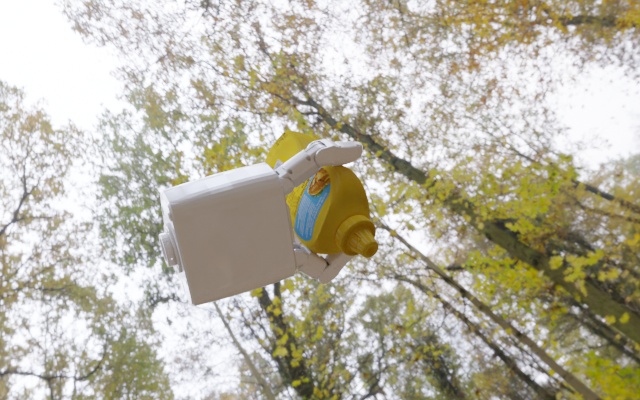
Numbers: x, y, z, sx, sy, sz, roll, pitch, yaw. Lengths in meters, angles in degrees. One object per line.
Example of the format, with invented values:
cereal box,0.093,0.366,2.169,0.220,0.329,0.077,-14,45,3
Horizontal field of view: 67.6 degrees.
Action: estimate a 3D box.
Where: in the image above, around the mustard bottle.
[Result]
mustard bottle,0.000,0.002,0.514,0.058,0.096,0.191,8,23,-36
